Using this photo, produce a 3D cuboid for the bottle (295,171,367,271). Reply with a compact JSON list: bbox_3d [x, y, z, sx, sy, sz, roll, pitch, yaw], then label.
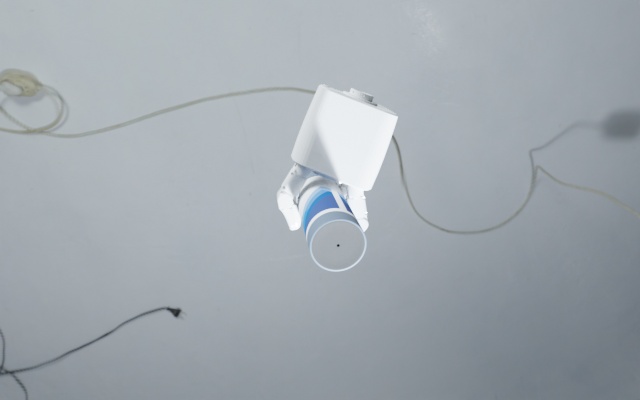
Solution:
[{"bbox_3d":[0.000,0.002,0.679,0.069,0.069,0.295,0,20,-8],"label":"bottle"}]
